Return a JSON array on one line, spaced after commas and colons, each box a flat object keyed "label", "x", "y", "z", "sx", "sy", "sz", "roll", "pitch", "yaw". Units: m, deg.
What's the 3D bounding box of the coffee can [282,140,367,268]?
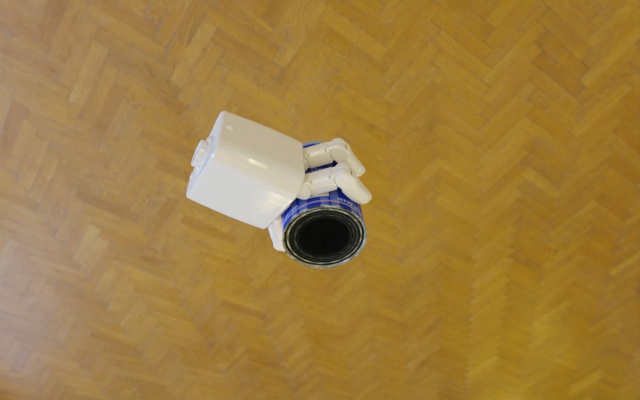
[{"label": "coffee can", "x": 0.000, "y": 0.002, "z": 0.623, "sx": 0.103, "sy": 0.103, "sz": 0.140, "roll": 0, "pitch": 39, "yaw": -5}]
